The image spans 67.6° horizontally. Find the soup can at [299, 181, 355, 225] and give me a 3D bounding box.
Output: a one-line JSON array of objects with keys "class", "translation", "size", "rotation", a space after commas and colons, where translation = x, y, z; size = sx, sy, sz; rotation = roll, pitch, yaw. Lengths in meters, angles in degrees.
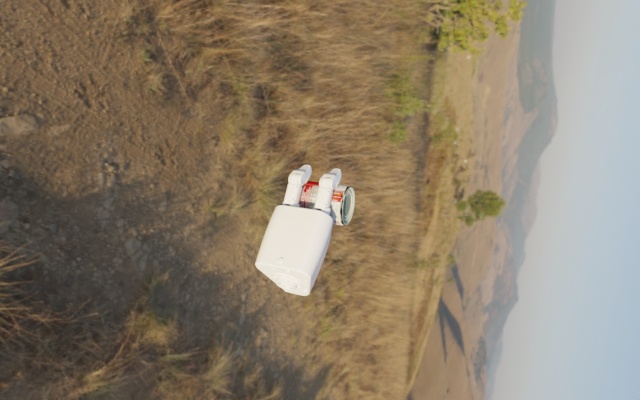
[{"class": "soup can", "translation": [0.001, 0.002, 0.812], "size": [0.102, 0.068, 0.068], "rotation": [8, 3, 21]}]
